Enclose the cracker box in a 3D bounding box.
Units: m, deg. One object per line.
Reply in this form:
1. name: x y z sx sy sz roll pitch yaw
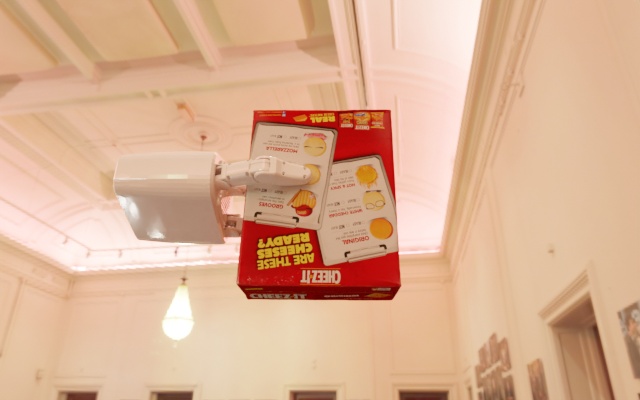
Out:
1. cracker box: 0.000 0.002 0.539 0.164 0.213 0.072 0 -26 2
